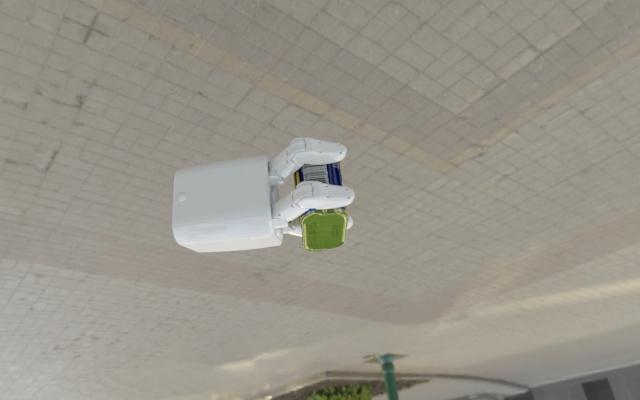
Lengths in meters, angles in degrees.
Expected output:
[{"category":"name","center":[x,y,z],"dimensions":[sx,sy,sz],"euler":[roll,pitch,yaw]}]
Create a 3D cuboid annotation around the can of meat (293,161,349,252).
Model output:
[{"category":"can of meat","center":[0.000,0.002,0.558],"dimensions":[0.057,0.084,0.102],"euler":[-6,-30,-3]}]
